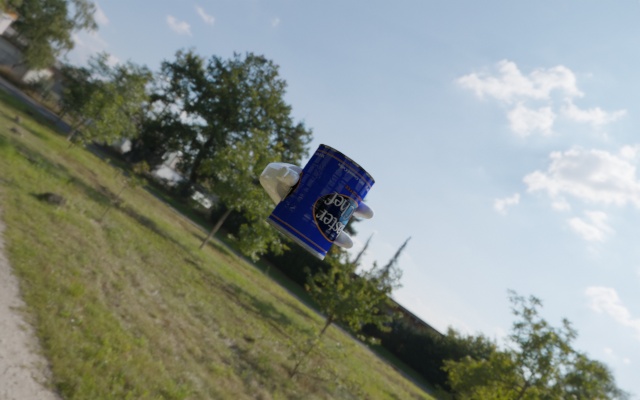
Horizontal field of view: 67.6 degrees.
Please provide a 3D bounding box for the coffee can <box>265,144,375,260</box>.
[{"bbox_3d":[0.000,0.002,0.708,0.103,0.140,0.103,35,-5,4],"label":"coffee can"}]
